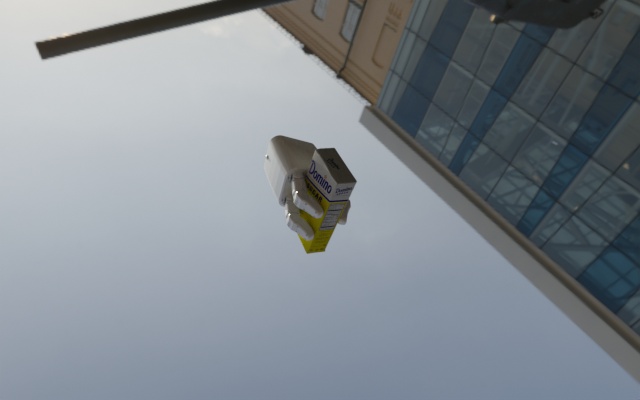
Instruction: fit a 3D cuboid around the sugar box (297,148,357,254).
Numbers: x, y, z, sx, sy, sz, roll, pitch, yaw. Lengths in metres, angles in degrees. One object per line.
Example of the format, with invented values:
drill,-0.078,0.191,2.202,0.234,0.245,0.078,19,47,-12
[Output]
sugar box,0.000,0.003,0.848,0.048,0.176,0.093,-6,46,-27
